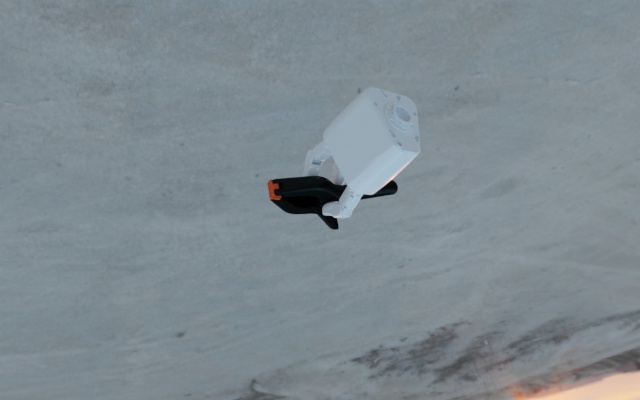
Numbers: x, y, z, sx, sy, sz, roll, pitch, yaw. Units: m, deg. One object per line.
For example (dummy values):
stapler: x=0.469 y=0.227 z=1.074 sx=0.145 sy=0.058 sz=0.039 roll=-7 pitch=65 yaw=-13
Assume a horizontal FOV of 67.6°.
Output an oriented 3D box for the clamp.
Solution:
clamp: x=0.000 y=0.003 z=0.779 sx=0.210 sy=0.036 sz=0.165 roll=6 pitch=-31 yaw=-33
